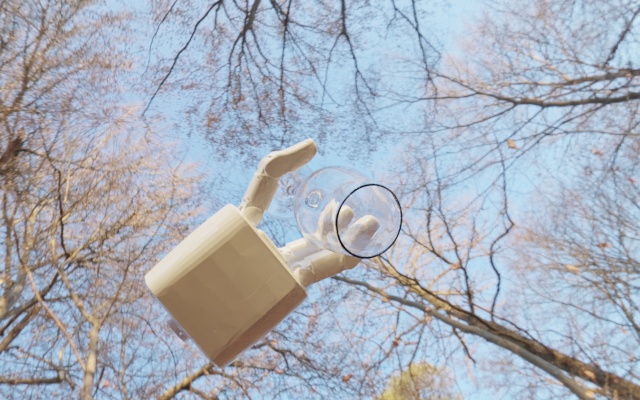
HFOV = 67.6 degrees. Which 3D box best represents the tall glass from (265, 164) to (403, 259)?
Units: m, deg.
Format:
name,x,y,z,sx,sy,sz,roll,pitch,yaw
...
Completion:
name,x,y,z,sx,sy,sz,roll,pitch,yaw
tall glass,0.000,0.001,0.470,0.079,0.079,0.201,0,9,-24
